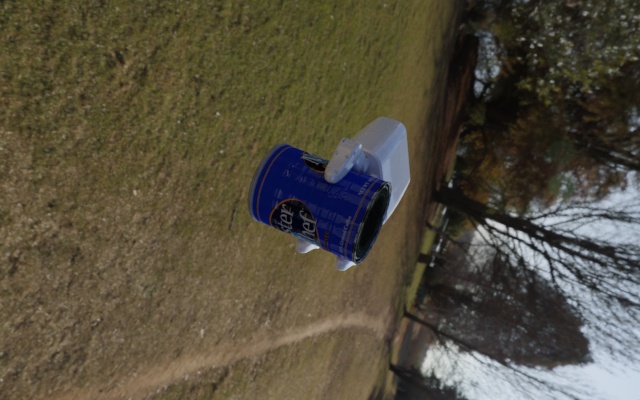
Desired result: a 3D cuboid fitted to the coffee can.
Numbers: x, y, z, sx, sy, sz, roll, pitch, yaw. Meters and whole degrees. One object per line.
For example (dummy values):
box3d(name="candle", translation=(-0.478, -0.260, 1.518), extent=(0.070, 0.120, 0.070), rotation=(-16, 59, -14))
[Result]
box3d(name="coffee can", translation=(0.000, 0.002, 0.568), extent=(0.140, 0.103, 0.103), rotation=(22, 7, 19))
